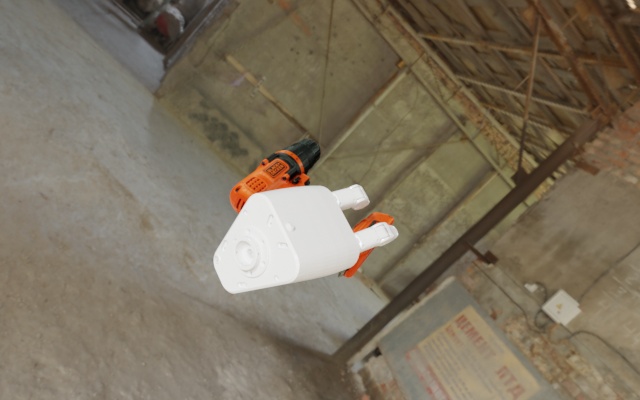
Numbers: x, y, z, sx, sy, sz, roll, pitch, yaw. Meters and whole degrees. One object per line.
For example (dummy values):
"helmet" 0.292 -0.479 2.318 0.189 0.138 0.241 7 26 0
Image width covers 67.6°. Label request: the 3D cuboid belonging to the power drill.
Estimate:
"power drill" 0.000 0.002 0.635 0.187 0.057 0.184 34 43 10
